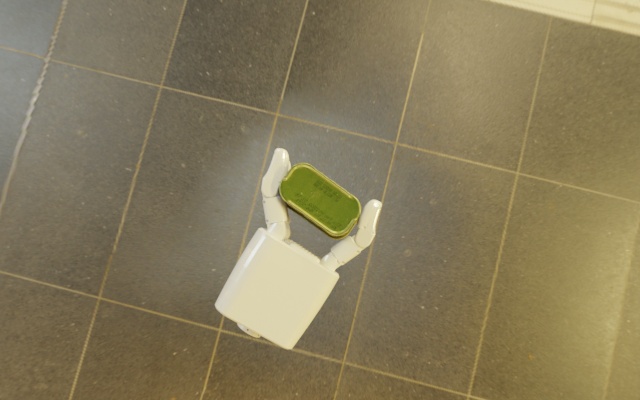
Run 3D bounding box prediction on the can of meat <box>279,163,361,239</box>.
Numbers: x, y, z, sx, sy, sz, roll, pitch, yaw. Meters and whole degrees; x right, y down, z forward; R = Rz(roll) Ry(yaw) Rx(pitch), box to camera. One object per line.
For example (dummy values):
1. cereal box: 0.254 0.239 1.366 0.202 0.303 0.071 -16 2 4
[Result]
1. can of meat: 0.000 0.002 0.579 0.102 0.057 0.084 35 -3 4
